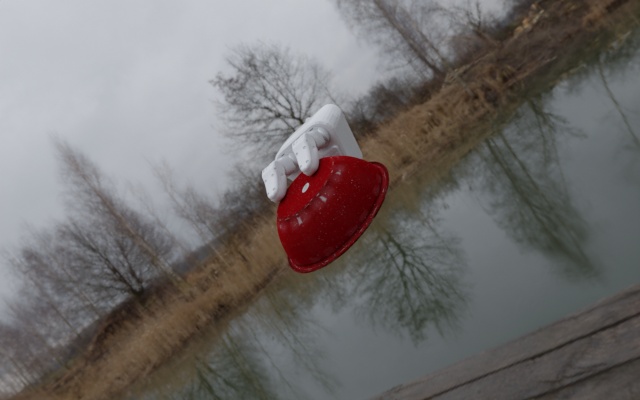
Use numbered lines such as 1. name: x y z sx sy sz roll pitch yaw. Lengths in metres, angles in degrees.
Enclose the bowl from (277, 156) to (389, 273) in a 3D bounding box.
1. bowl: 0.000 0.002 0.548 0.055 0.162 0.162 41 -18 -22
